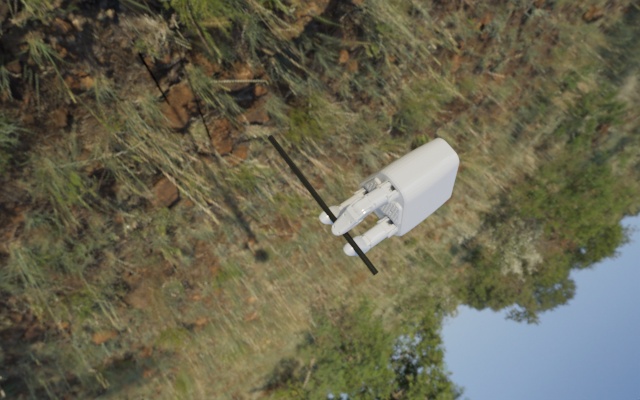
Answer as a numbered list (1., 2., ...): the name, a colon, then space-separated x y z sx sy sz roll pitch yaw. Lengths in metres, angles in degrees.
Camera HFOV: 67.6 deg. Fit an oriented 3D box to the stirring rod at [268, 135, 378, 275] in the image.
1. stirring rod: 0.000 0.002 0.642 0.011 0.239 0.011 -35 -15 -11
